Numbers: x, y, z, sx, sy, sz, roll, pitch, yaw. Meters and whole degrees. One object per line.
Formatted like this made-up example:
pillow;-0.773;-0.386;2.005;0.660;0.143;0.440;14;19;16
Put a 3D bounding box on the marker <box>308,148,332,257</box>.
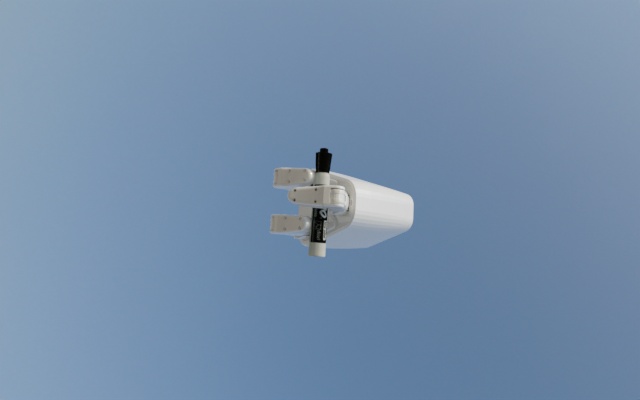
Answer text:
marker;0.000;0.002;0.529;0.020;0.121;0.020;4;-6;0
